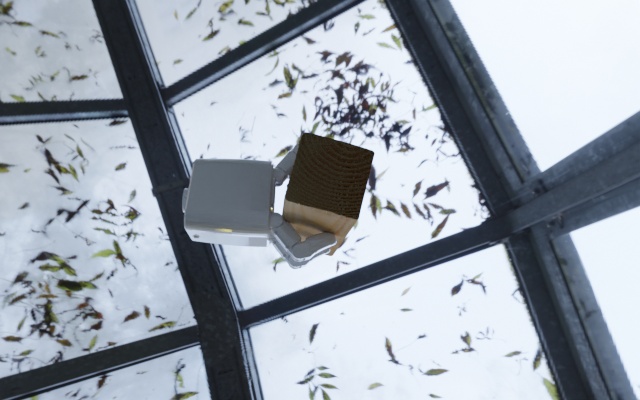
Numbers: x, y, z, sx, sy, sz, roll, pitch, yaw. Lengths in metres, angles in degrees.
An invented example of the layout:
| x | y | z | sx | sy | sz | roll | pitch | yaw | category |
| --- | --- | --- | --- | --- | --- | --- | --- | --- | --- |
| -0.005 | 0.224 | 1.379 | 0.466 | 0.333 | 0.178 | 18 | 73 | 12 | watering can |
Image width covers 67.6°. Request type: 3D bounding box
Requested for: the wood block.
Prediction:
| x | y | z | sx | sy | sz | roll | pitch | yaw | category |
| --- | --- | --- | --- | --- | --- | --- | --- | --- | --- |
| 0.000 | 0.002 | 0.641 | 0.090 | 0.090 | 0.206 | 15 | -19 | -2 | wood block |
